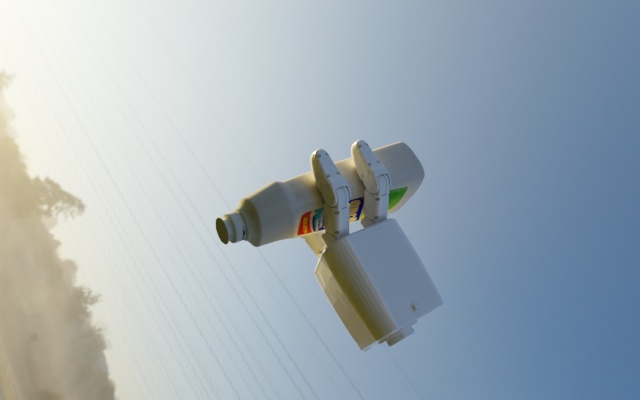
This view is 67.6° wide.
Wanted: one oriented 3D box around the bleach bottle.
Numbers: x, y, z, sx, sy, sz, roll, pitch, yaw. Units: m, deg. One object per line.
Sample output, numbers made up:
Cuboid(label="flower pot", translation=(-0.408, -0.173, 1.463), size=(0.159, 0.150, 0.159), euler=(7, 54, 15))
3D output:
Cuboid(label="bleach bottle", translation=(0.000, 0.002, 0.541), size=(0.251, 0.068, 0.103), euler=(-18, -23, -33))
